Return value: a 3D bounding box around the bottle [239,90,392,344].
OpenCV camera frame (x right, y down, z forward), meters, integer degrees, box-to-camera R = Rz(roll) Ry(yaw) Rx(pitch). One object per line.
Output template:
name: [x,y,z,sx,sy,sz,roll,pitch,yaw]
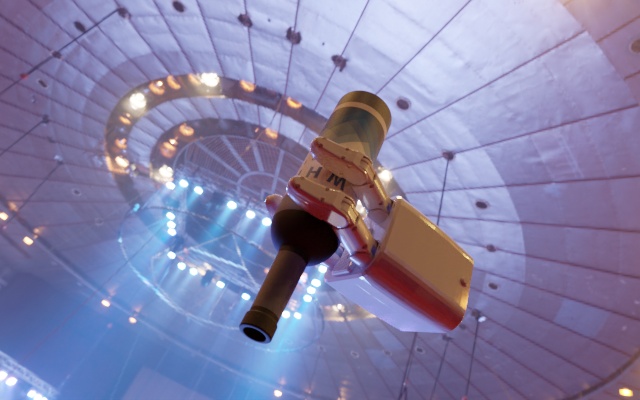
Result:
bottle: [0.000,0.001,0.458,0.069,0.069,0.295,0,43,28]
